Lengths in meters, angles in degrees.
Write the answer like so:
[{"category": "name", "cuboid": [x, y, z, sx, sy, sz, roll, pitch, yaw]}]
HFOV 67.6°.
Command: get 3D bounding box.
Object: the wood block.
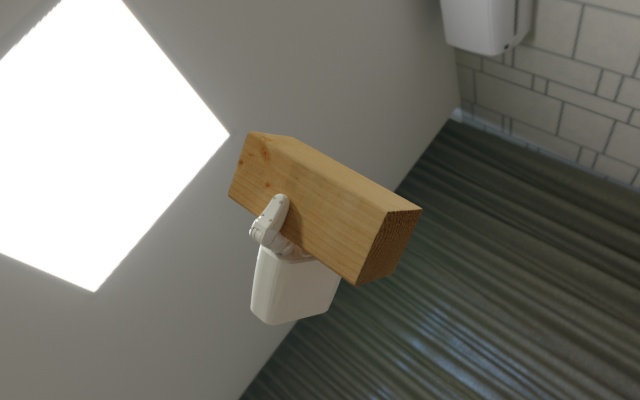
[{"category": "wood block", "cuboid": [0.000, 0.002, 0.563, 0.206, 0.090, 0.091, 32, 19, 30]}]
